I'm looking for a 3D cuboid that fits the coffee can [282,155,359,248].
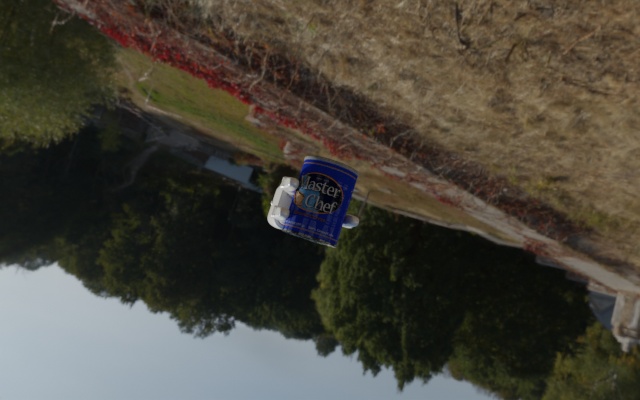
[{"bbox_3d":[0.000,0.003,0.857,0.103,0.140,0.103,17,-7,2],"label":"coffee can"}]
